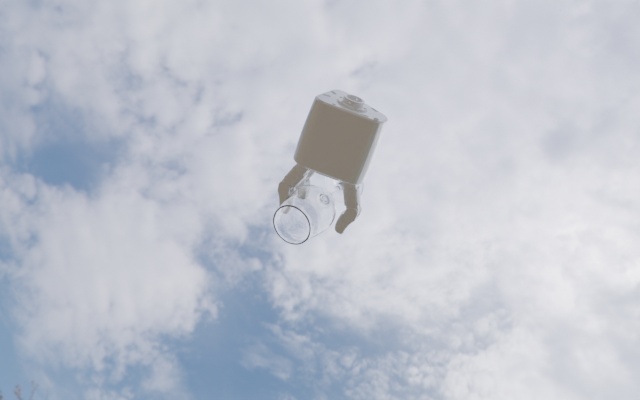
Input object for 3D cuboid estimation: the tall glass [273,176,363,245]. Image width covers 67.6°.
[{"bbox_3d":[0.000,0.002,0.770,0.079,0.079,0.201,0,20,27],"label":"tall glass"}]
